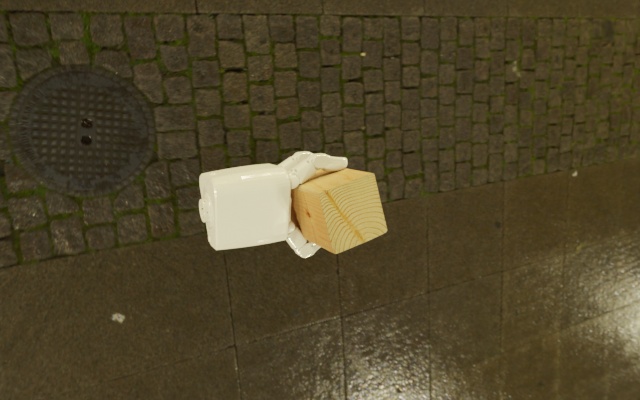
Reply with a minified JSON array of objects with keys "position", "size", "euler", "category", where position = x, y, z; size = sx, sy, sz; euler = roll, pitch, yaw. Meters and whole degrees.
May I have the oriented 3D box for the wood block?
[{"position":[0.000,0.003,0.729],"size":[0.090,0.091,0.206],"euler":[-21,18,-22],"category":"wood block"}]
